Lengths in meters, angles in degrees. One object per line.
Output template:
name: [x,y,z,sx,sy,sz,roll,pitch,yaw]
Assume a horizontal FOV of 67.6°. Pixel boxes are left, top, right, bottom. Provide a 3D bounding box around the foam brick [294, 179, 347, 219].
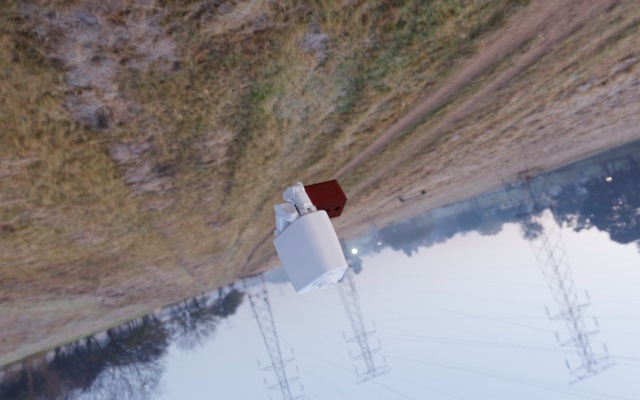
foam brick: [0.000,0.003,0.871,0.078,0.051,0.053,-14,-36,-28]
